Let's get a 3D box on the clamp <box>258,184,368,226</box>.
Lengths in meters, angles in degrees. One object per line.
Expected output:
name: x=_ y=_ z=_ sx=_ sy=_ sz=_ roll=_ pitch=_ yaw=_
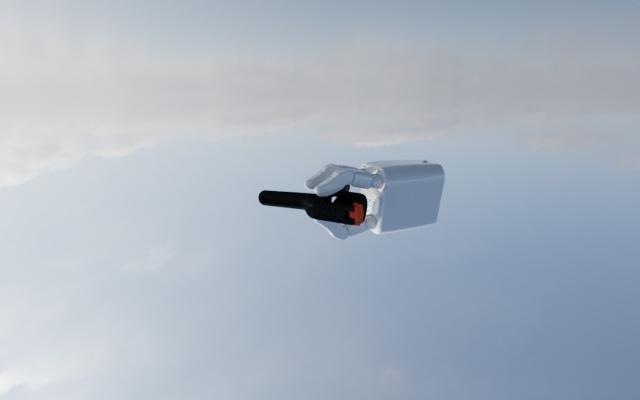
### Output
clamp: x=0.001 y=0.003 z=0.730 sx=0.164 sy=0.036 sz=0.210 roll=-8 pitch=14 yaw=-16
